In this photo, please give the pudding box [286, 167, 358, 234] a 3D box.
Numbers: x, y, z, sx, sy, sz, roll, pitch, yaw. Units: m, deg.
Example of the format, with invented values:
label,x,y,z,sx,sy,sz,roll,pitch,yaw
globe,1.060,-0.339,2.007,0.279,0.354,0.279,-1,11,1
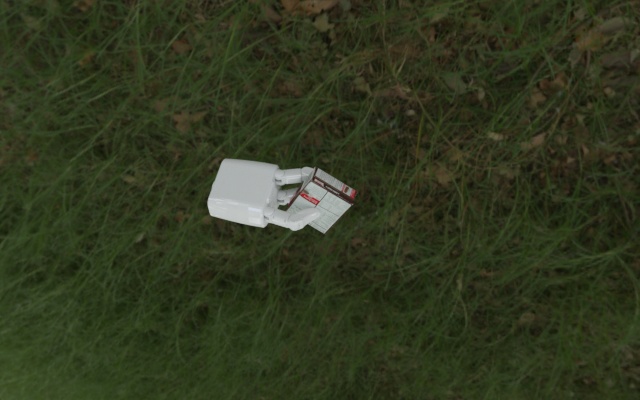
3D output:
label,x,y,z,sx,sy,sz,roll,pitch,yaw
pudding box,0.000,0.003,0.867,0.090,0.039,0.113,30,-41,-10
